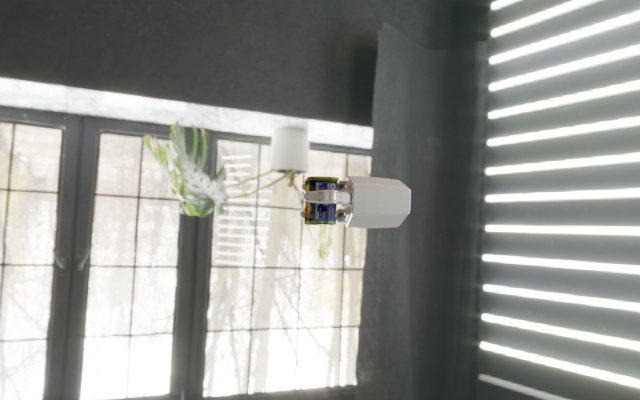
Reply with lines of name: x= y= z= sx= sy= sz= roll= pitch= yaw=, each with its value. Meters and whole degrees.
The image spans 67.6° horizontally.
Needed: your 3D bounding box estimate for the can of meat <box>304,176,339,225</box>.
can of meat: x=0.000 y=0.003 z=0.879 sx=0.057 sy=0.084 sz=0.102 roll=2 pitch=-4 yaw=-7
